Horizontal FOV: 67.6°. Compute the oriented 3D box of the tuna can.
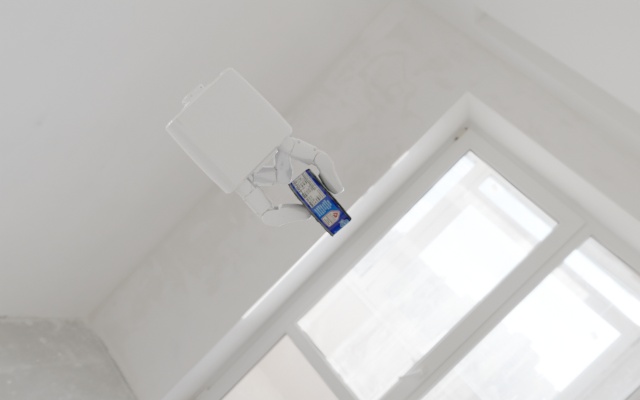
[{"bbox_3d":[0.001,0.002,0.590,0.034,0.086,0.086,-40,-2,2],"label":"tuna can"}]
